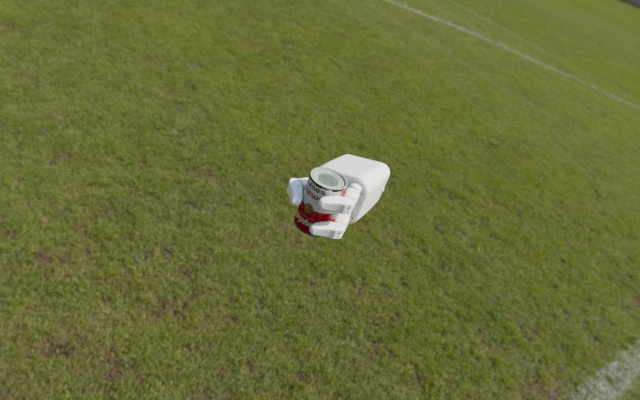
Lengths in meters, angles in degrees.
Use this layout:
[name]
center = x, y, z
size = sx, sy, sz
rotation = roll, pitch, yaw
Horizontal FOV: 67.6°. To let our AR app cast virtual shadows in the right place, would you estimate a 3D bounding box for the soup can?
[soup can]
center = 0.000, 0.003, 0.818
size = 0.068, 0.102, 0.068
rotation = 14, 34, -9
